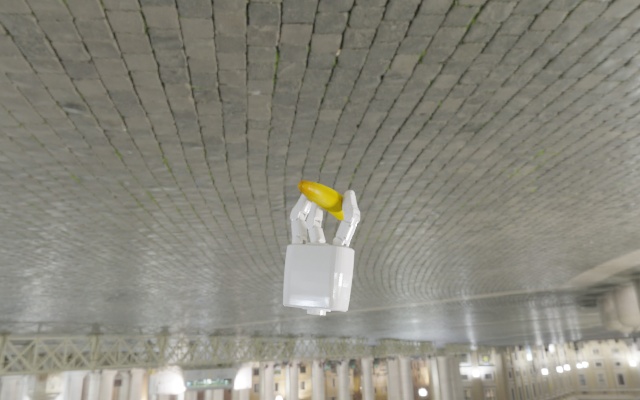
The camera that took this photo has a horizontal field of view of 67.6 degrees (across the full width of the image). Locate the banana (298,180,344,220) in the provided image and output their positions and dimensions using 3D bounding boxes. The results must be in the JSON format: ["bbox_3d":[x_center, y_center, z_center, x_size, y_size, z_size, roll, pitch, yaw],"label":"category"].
[{"bbox_3d":[0.019,0.007,0.861,0.069,0.037,0.198,10,-11,18],"label":"banana"}]
